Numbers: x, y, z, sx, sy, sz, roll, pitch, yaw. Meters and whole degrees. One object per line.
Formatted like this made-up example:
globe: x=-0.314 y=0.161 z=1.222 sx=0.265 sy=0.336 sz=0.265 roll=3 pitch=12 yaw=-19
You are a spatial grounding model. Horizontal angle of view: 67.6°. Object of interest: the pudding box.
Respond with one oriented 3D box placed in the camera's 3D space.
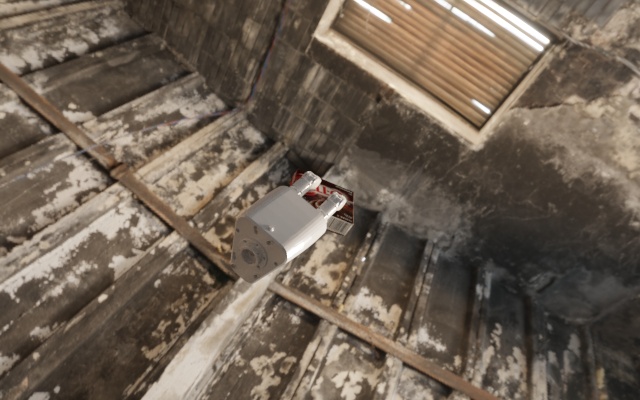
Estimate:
pudding box: x=0.000 y=0.003 z=0.808 sx=0.113 sy=0.039 sz=0.090 roll=24 pitch=37 yaw=-14
